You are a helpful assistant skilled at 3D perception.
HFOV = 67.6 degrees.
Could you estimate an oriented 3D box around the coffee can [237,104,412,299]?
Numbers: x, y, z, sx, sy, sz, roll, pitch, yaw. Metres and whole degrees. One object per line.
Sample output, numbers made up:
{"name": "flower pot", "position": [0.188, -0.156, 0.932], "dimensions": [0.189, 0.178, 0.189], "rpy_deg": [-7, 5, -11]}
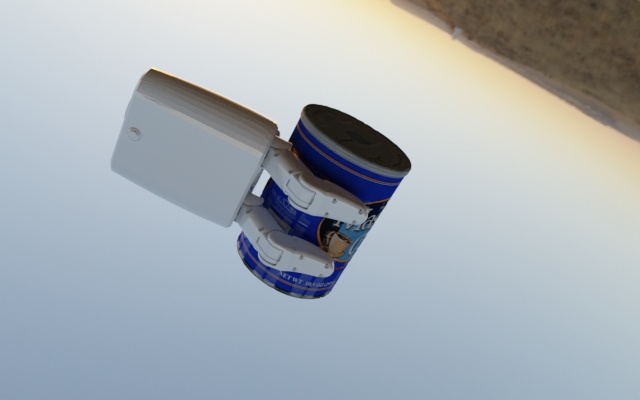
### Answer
{"name": "coffee can", "position": [0.000, 0.001, 0.424], "dimensions": [0.103, 0.140, 0.102], "rpy_deg": [25, 24, -12]}
